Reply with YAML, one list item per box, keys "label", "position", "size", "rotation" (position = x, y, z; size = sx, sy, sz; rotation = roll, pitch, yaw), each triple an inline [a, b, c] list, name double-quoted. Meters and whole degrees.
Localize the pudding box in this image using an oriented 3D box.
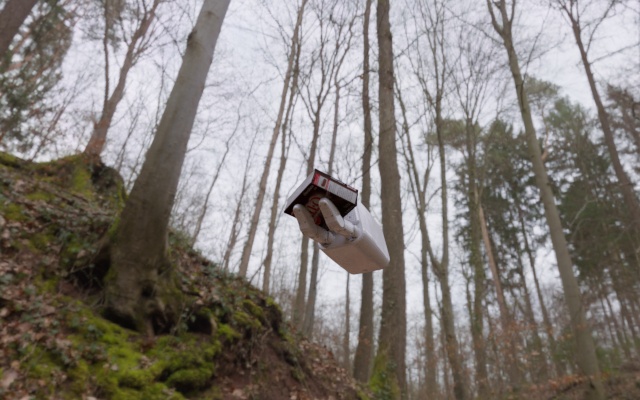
- label: "pudding box"
  position: [0.000, 0.003, 0.826]
  size: [0.090, 0.039, 0.113]
  rotation: [25, -40, -16]
